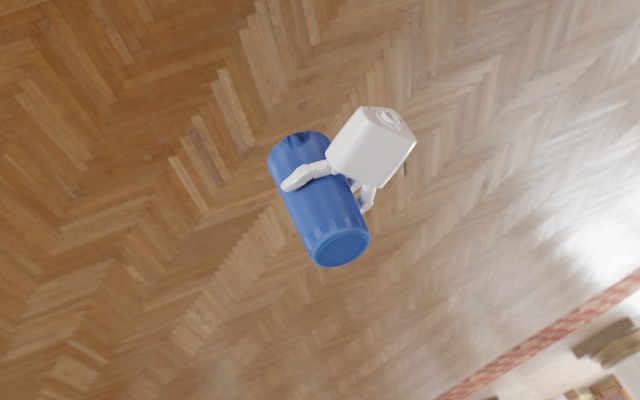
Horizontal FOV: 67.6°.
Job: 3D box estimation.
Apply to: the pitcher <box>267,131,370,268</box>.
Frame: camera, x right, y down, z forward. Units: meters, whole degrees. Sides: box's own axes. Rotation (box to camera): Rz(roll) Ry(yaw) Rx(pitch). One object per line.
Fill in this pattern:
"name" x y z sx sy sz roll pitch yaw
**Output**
"pitcher" 0.000 0.003 0.874 0.149 0.242 0.145 10 -49 -36
